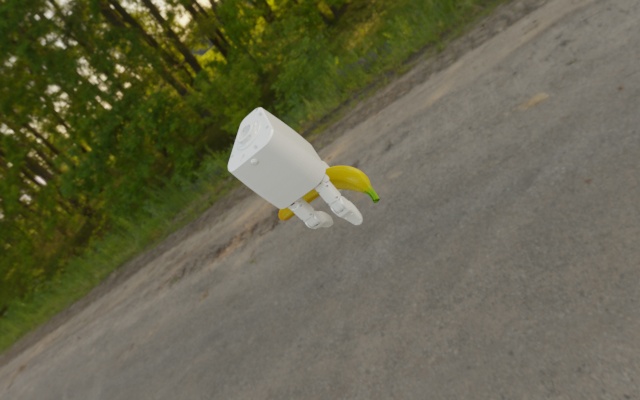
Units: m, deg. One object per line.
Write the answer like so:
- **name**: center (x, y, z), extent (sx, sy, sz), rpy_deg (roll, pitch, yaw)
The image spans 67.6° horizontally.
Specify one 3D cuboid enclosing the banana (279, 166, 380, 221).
- **banana**: center (0.003, -0.016, 0.766), extent (0.198, 0.069, 0.037), rpy_deg (-13, -22, 38)
